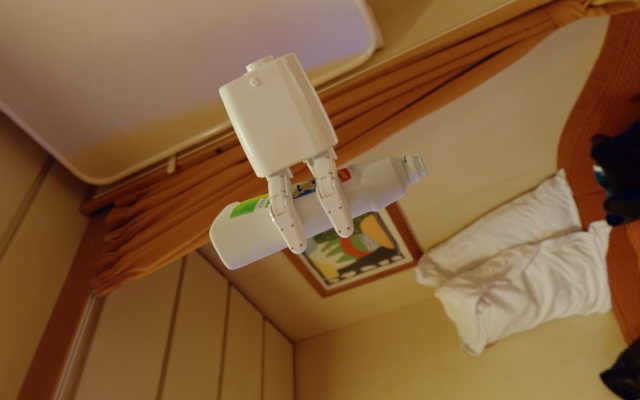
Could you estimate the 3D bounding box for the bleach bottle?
[{"bbox_3d":[0.000,0.002,0.556,0.251,0.068,0.102,-22,15,15],"label":"bleach bottle"}]
